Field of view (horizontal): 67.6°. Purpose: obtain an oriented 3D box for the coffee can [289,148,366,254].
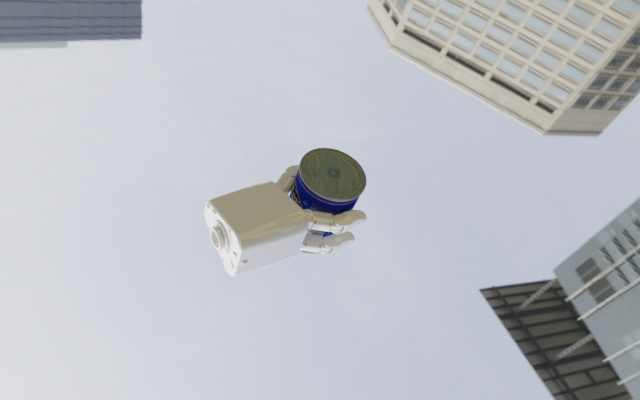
[{"bbox_3d":[0.000,0.002,0.748,0.103,0.102,0.140,0,-39,-21],"label":"coffee can"}]
